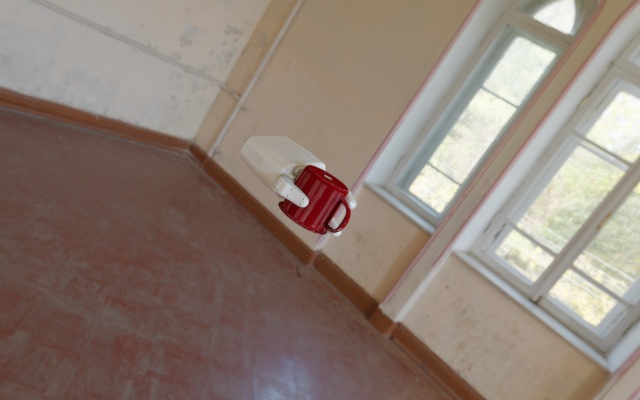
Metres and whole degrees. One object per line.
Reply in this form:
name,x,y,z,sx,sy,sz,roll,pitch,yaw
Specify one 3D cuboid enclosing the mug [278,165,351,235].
mug,0.001,0.003,0.763,0.117,0.081,0.093,40,14,29
